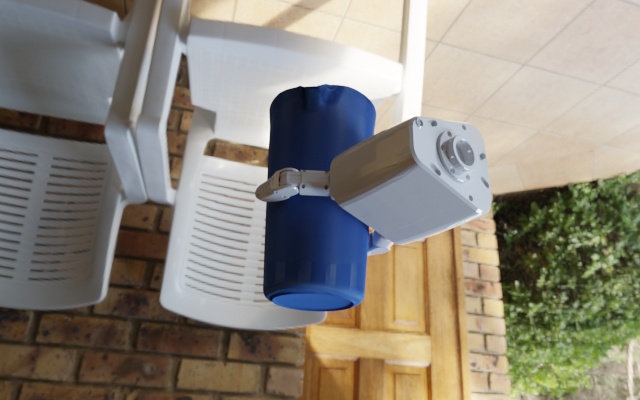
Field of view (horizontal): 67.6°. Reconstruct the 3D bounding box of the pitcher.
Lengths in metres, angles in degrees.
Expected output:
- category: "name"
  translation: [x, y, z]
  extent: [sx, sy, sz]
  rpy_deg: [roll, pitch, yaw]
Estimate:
- category: "pitcher"
  translation: [0.000, 0.002, 0.559]
  extent: [0.149, 0.242, 0.145]
  rpy_deg: [19, -29, -33]
